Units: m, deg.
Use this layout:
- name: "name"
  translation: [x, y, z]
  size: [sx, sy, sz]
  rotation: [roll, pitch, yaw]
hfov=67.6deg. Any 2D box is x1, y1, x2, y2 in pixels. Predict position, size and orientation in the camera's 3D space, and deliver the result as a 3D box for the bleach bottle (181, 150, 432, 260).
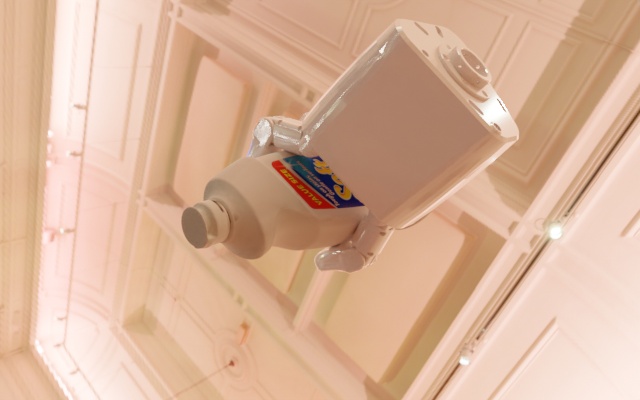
- name: "bleach bottle"
  translation: [0.000, 0.001, 0.408]
  size: [0.251, 0.102, 0.068]
  rotation: [-17, -21, -48]
